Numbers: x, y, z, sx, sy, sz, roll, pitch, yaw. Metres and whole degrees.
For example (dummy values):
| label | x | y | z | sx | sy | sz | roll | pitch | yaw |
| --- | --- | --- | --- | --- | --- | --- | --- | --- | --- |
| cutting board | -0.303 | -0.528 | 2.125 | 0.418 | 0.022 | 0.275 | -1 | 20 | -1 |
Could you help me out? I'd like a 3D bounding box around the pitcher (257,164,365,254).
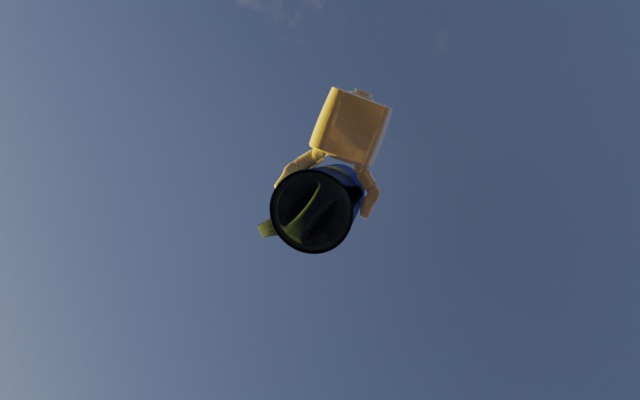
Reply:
| label | x | y | z | sx | sy | sz | roll | pitch | yaw |
| --- | --- | --- | --- | --- | --- | --- | --- | --- | --- |
| pitcher | 0.000 | 0.003 | 0.842 | 0.149 | 0.145 | 0.243 | 21 | 13 | 9 |
